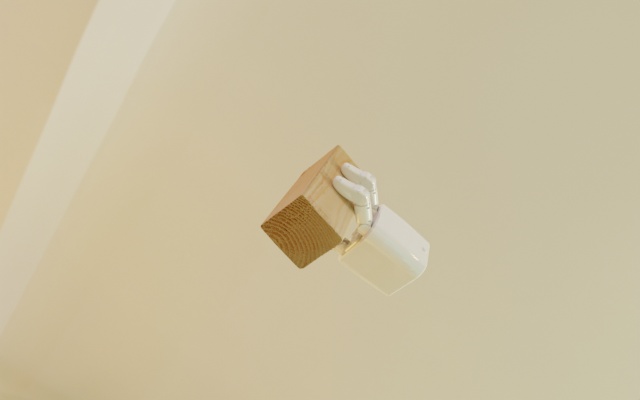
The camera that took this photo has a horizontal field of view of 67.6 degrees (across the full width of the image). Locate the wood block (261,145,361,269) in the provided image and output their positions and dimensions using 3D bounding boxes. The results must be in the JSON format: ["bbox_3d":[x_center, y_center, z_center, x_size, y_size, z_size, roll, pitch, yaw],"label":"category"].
[{"bbox_3d":[0.000,0.003,0.754,0.091,0.090,0.206,-37,10,28],"label":"wood block"}]
